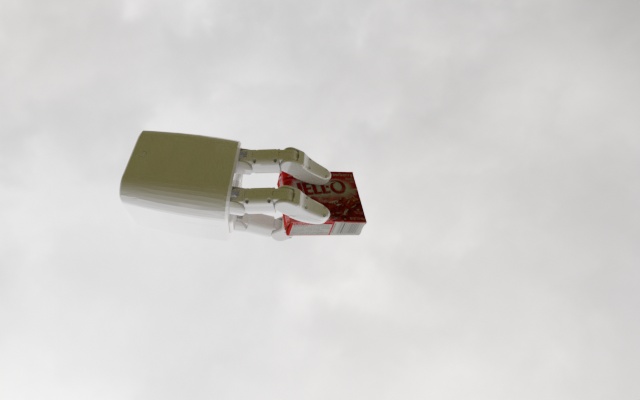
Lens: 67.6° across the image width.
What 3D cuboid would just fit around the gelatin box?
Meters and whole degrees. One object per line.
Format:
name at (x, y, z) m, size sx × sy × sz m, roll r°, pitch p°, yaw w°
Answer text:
gelatin box at (0.000, 0.002, 0.533) m, size 0.089 × 0.073 × 0.030 m, roll 1°, pitch -38°, yaw -18°
